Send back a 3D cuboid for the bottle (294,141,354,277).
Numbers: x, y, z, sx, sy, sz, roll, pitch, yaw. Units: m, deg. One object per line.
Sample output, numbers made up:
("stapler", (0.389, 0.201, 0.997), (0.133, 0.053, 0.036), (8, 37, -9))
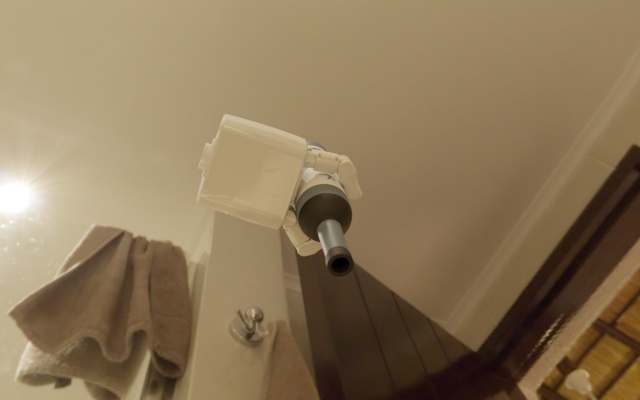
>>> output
("bottle", (0.000, 0.002, 0.606), (0.069, 0.069, 0.295), (0, 25, -9))
